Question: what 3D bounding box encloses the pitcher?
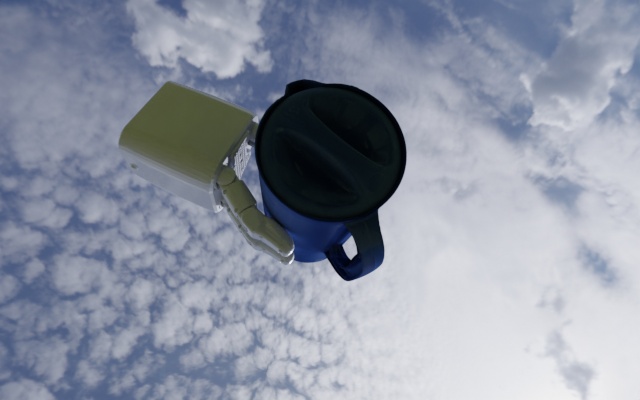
[{"bbox_3d":[0.000,0.002,0.515,0.145,0.149,0.243,22,-20,1],"label":"pitcher"}]
